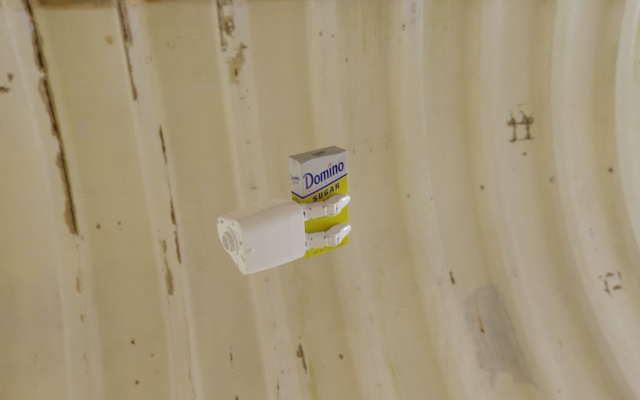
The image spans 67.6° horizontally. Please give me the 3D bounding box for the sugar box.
[{"bbox_3d":[0.000,0.003,0.813,0.093,0.176,0.048,-17,29,-29],"label":"sugar box"}]
